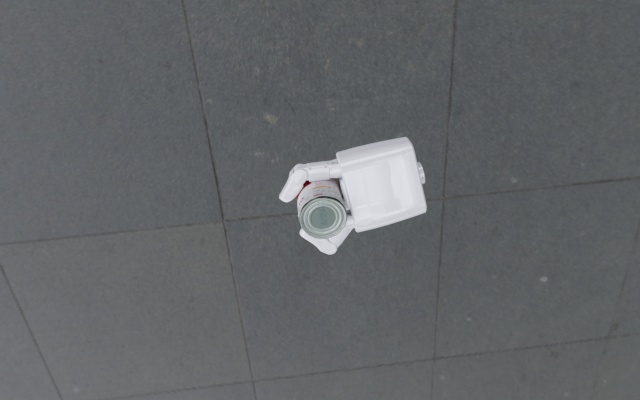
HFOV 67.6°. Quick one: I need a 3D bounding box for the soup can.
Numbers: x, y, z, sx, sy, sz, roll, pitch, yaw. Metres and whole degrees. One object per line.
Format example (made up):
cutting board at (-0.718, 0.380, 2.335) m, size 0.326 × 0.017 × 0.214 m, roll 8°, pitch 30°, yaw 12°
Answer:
soup can at (0.000, 0.002, 0.689) m, size 0.068 × 0.068 × 0.102 m, roll 0°, pitch 27°, yaw -5°
